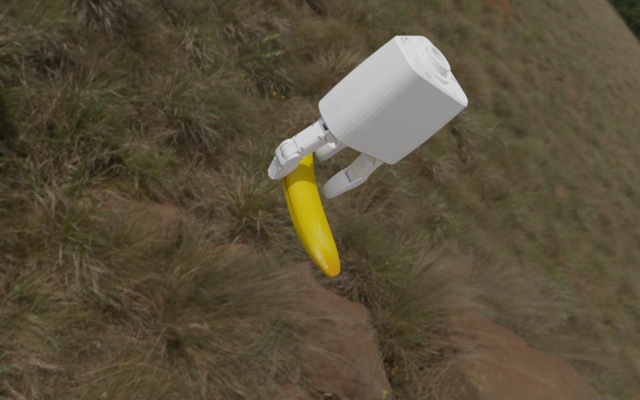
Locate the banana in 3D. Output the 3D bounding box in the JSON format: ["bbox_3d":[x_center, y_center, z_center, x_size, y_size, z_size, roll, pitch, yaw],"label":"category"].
[{"bbox_3d":[-0.013,-0.008,0.552,0.037,0.197,0.070,-35,-44,30],"label":"banana"}]
